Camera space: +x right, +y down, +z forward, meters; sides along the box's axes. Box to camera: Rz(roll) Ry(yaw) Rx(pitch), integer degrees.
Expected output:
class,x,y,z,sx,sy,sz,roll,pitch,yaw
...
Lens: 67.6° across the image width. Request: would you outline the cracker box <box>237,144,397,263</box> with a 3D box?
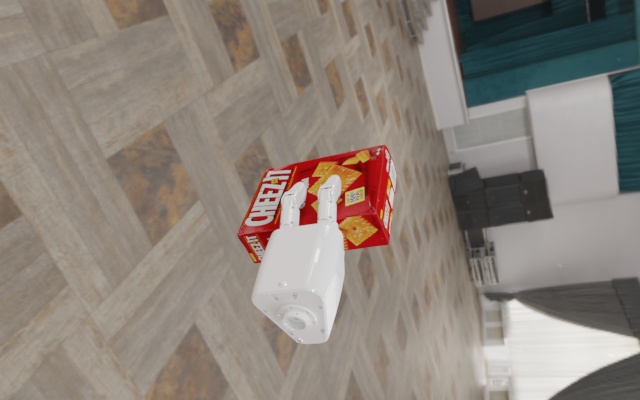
class,x,y,z,sx,sy,sz,roll,pitch,yaw
cracker box,0.000,0.002,0.721,0.214,0.072,0.164,-10,37,21
